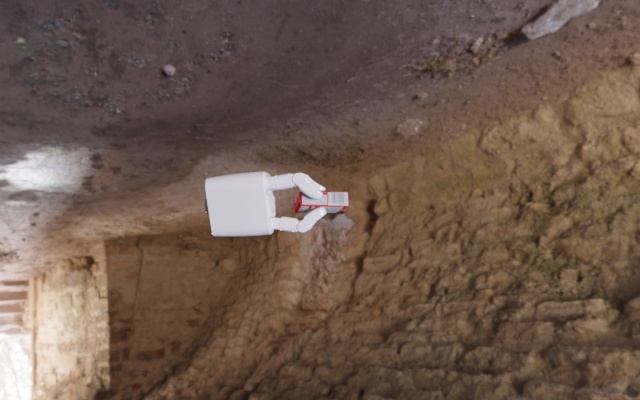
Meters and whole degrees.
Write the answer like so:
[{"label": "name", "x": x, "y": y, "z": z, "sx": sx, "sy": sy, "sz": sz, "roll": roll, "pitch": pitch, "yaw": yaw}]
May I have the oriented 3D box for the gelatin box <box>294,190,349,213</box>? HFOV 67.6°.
[{"label": "gelatin box", "x": 0.000, "y": 0.003, "z": 0.872, "sx": 0.089, "sy": 0.030, "sz": 0.073, "roll": 1, "pitch": -11, "yaw": -10}]
